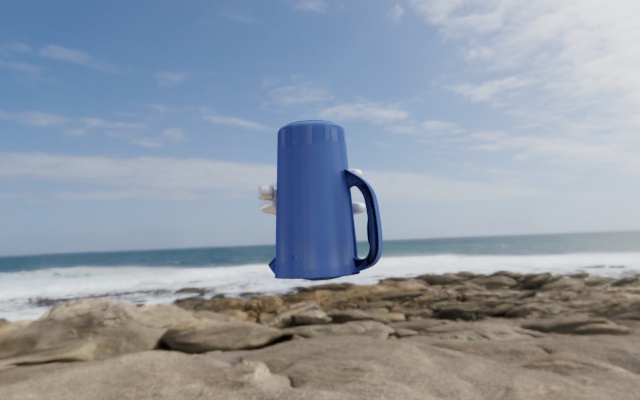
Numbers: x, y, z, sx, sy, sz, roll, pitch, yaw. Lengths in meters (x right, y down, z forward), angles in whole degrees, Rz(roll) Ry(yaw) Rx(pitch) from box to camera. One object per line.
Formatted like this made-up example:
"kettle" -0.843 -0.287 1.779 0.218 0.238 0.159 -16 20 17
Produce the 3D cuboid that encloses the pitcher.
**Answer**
"pitcher" 0.000 0.002 0.748 0.149 0.243 0.145 -1 -5 -20
